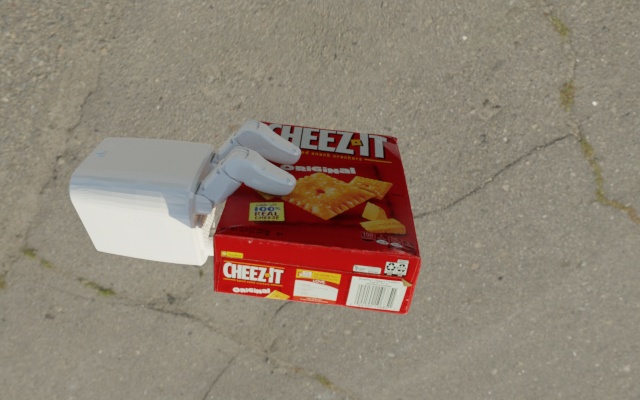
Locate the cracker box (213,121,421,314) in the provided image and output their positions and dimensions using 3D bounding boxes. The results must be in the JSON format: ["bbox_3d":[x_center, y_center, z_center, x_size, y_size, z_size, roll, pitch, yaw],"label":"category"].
[{"bbox_3d":[0.000,0.002,0.463,0.164,0.072,0.213,7,34,-2],"label":"cracker box"}]
